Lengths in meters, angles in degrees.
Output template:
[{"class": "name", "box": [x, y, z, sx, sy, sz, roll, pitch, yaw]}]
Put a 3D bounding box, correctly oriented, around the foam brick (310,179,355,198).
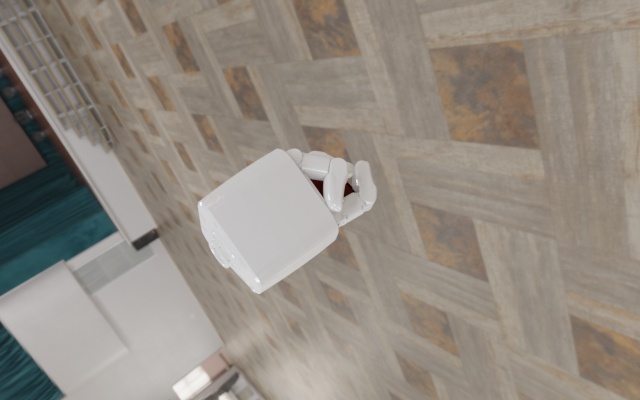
[{"class": "foam brick", "box": [0.000, 0.002, 0.577, 0.051, 0.053, 0.078, -36, -17, -24]}]
